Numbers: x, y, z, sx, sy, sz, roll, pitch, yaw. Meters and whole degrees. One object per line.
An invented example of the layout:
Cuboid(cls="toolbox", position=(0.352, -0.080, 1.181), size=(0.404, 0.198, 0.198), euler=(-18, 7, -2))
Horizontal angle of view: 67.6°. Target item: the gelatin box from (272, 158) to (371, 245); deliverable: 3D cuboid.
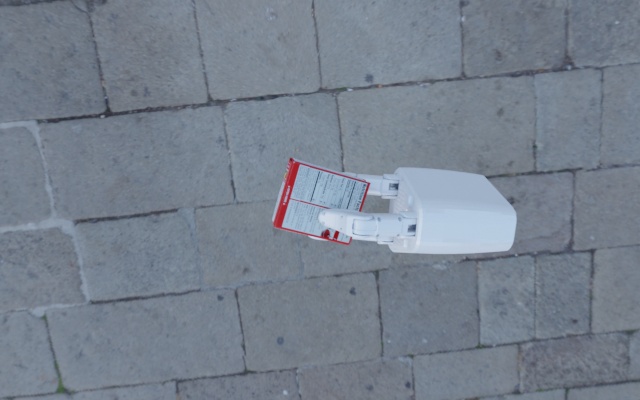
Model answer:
Cuboid(cls="gelatin box", position=(0.000, 0.002, 0.511), size=(0.089, 0.073, 0.030), euler=(15, 10, -15))
